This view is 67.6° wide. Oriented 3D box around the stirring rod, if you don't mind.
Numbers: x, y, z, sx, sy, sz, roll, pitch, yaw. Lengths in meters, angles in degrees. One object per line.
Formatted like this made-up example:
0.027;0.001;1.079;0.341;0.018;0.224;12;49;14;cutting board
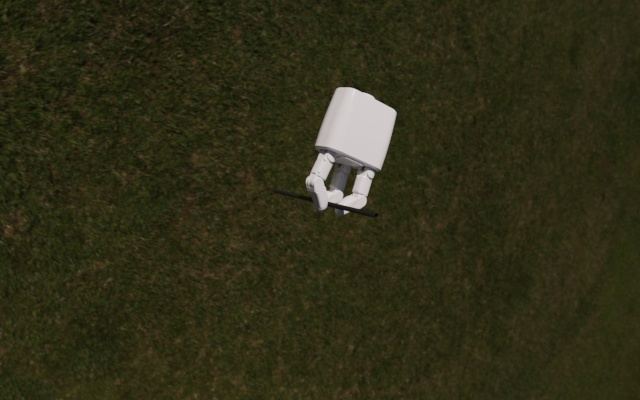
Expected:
0.000;0.002;0.784;0.011;0.011;0.239;0;9;-44;stirring rod
